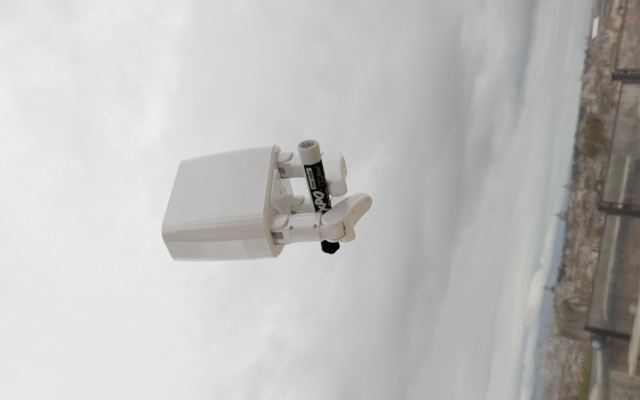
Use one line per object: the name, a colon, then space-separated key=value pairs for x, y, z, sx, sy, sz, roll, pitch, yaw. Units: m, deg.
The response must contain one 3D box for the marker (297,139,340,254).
marker: x=0.000 y=0.001 z=0.438 sx=0.020 sy=0.121 sz=0.020 roll=-9 pitch=34 yaw=6
